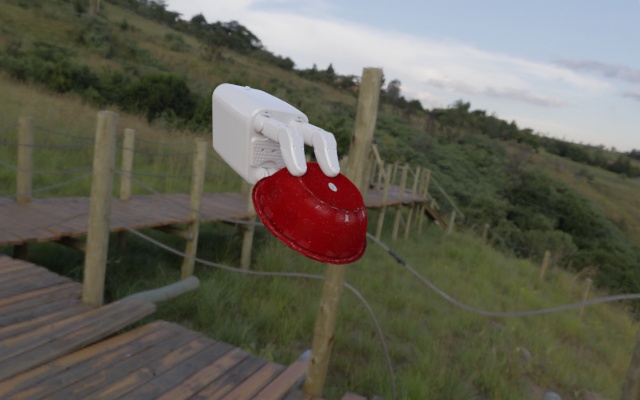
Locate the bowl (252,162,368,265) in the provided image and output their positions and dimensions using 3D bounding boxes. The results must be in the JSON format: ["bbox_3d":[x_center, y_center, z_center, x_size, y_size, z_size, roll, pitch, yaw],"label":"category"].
[{"bbox_3d":[0.001,0.002,0.588,0.162,0.055,0.162,24,30,-15],"label":"bowl"}]
